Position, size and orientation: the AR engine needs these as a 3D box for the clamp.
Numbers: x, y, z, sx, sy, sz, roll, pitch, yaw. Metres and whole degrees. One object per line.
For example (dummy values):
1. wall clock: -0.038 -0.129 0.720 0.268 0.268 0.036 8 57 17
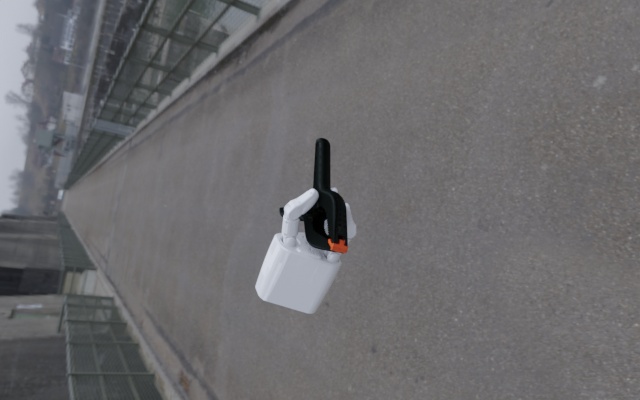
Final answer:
1. clamp: 0.000 0.003 0.764 0.036 0.164 0.210 14 22 -29
